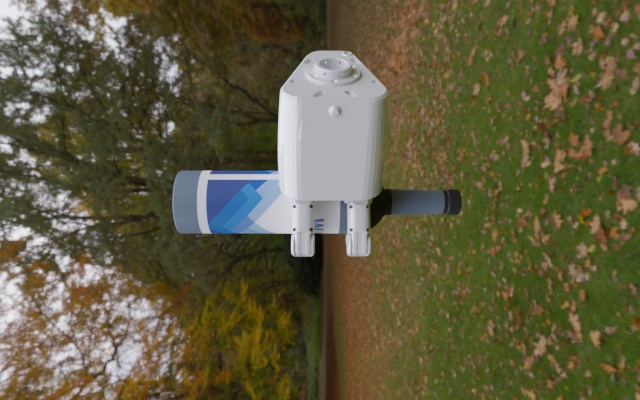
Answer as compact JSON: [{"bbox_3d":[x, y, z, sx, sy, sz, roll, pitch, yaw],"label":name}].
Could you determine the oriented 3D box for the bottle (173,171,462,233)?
[{"bbox_3d":[0.000,0.002,0.508,0.296,0.069,0.069,0,0,-1],"label":"bottle"}]
